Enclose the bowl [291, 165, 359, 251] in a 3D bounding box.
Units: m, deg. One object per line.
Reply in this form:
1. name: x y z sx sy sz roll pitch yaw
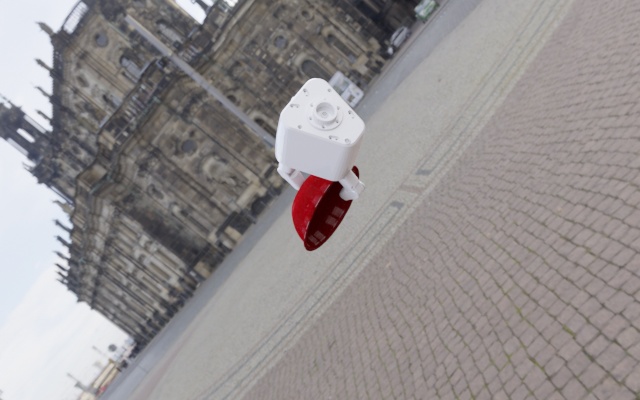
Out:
1. bowl: 0.000 0.003 0.802 0.055 0.162 0.162 30 11 20
